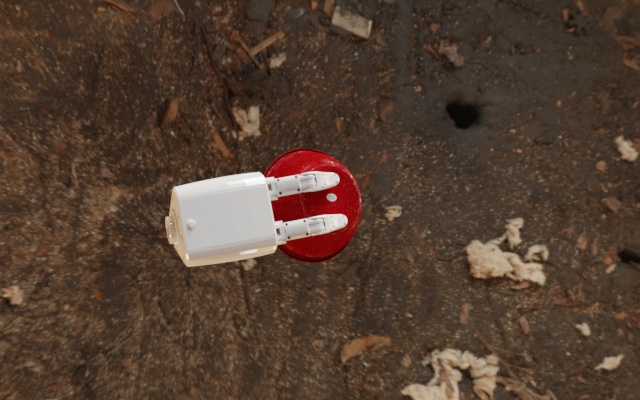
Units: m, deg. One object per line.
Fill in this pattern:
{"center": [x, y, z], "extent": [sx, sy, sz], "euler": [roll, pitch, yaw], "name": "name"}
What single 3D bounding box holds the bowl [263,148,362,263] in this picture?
{"center": [0.001, 0.002, 0.644], "extent": [0.162, 0.162, 0.055], "euler": [0, -9, -32], "name": "bowl"}
